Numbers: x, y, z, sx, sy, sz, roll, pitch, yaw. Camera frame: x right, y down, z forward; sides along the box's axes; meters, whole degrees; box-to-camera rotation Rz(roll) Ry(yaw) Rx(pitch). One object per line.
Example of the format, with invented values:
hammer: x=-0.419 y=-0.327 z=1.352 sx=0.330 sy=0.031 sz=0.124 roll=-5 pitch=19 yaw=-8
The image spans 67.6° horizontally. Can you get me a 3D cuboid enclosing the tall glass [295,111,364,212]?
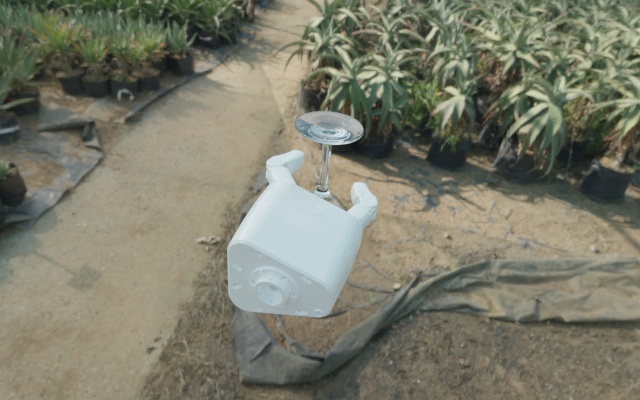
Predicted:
tall glass: x=0.000 y=0.001 z=0.567 sx=0.079 sy=0.201 sz=0.079 roll=4 pitch=35 yaw=-3
